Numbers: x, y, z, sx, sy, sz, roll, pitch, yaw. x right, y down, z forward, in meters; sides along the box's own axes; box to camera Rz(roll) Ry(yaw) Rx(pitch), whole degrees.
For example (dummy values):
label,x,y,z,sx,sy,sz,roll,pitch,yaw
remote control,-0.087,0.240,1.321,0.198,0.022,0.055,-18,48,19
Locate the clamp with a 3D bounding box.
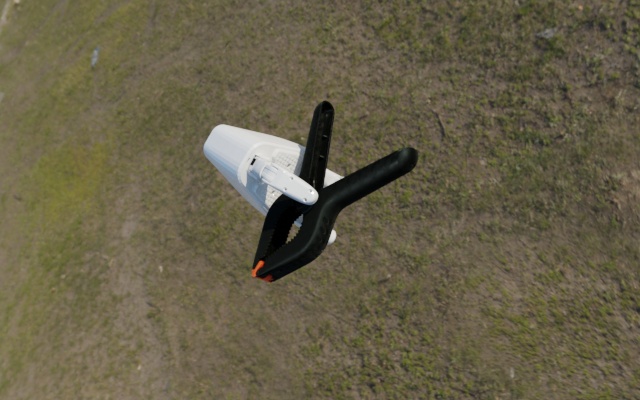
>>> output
label,x,y,z,sx,sy,sz,roll,pitch,yaw
clamp,-0.001,0.002,0.500,0.036,0.210,0.164,30,0,-41
